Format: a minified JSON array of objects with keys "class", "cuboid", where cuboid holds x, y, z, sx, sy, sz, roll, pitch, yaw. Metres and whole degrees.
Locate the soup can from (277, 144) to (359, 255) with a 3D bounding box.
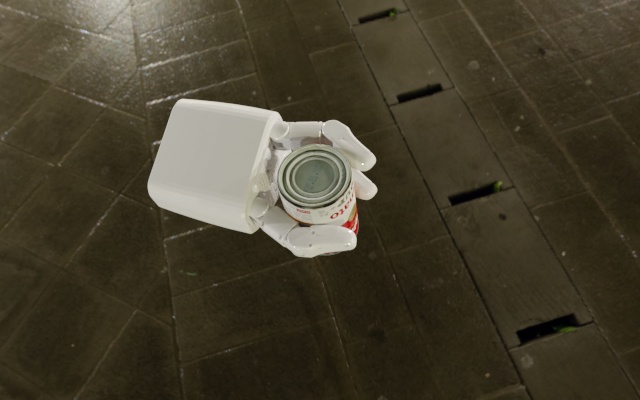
[{"class":"soup can","cuboid":[0.000,0.002,0.455,0.068,0.068,0.102,0,-29,8]}]
